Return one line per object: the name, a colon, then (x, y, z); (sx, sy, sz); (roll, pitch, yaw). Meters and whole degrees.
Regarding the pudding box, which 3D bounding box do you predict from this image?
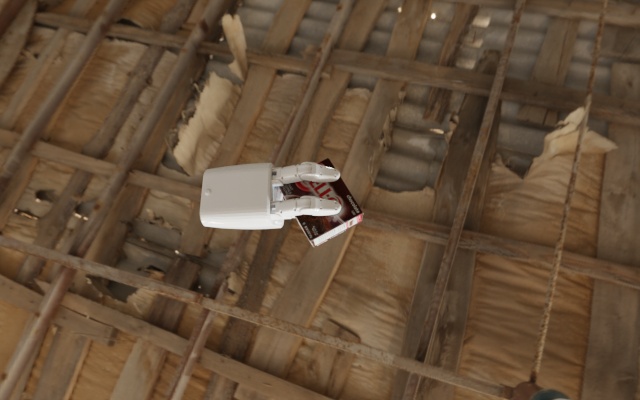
pudding box: (0.000, 0.002, 0.727); (0.090, 0.113, 0.039); (-28, -23, -6)
